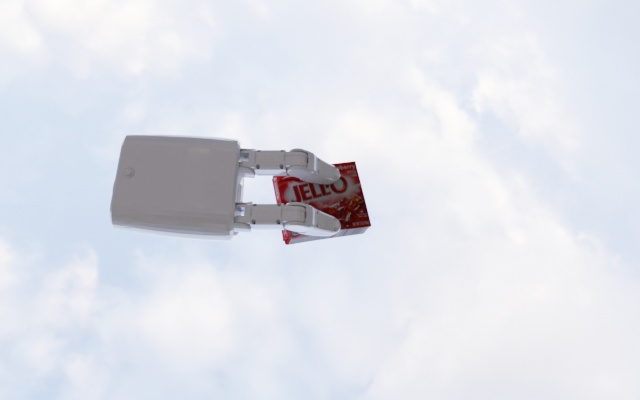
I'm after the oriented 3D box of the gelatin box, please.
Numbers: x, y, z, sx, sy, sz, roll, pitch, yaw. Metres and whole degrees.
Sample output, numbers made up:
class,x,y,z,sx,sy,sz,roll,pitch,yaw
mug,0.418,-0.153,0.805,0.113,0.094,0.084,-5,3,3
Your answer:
class,x,y,z,sx,sy,sz,roll,pitch,yaw
gelatin box,0.000,0.002,0.488,0.089,0.073,0.030,-7,-19,-16
